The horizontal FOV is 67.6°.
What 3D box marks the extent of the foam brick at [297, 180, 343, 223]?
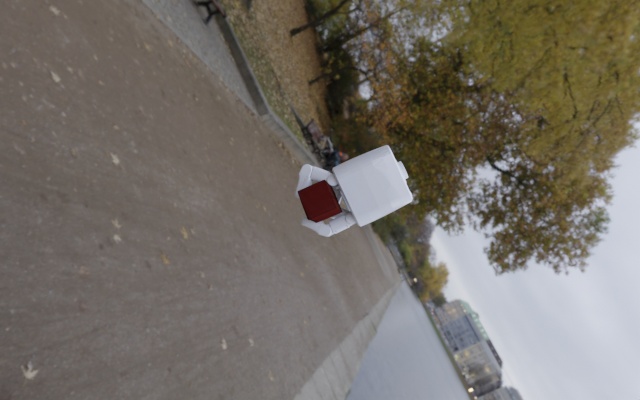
[{"bbox_3d":[0.000,0.003,0.807,0.051,0.053,0.078,-23,-9,7],"label":"foam brick"}]
